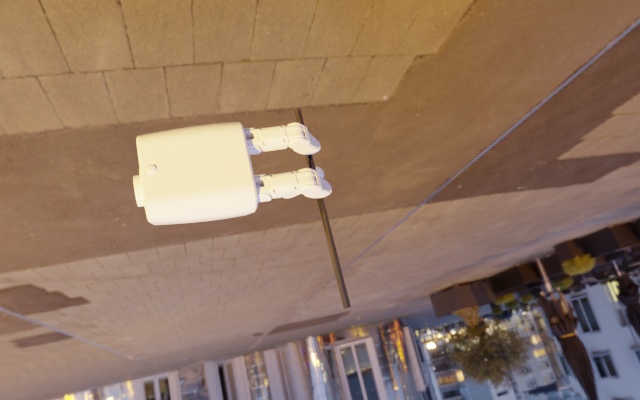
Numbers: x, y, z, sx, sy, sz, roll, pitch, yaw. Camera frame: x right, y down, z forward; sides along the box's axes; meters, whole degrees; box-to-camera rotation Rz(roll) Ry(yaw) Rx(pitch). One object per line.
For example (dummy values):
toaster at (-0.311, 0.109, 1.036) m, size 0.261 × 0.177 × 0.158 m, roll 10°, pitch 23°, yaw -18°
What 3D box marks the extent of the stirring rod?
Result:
stirring rod at (0.000, 0.002, 0.539) m, size 0.011 × 0.239 × 0.011 m, roll -13°, pitch -18°, yaw -4°
